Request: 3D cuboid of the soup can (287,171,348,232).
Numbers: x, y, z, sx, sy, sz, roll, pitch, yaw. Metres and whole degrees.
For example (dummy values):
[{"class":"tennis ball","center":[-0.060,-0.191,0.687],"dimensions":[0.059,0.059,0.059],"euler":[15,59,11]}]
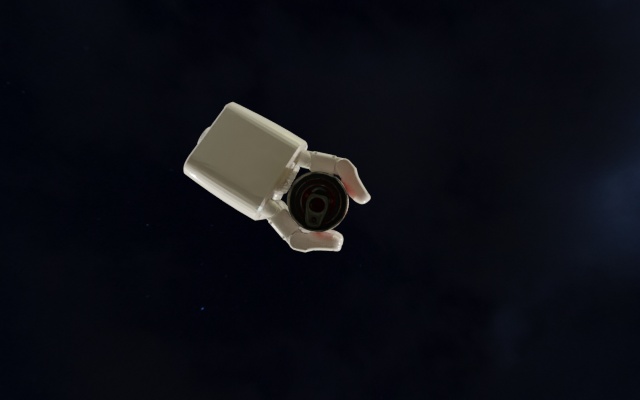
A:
[{"class":"soup can","center":[0.001,0.002,0.577],"dimensions":[0.068,0.068,0.102],"euler":[0,-1,4]}]
